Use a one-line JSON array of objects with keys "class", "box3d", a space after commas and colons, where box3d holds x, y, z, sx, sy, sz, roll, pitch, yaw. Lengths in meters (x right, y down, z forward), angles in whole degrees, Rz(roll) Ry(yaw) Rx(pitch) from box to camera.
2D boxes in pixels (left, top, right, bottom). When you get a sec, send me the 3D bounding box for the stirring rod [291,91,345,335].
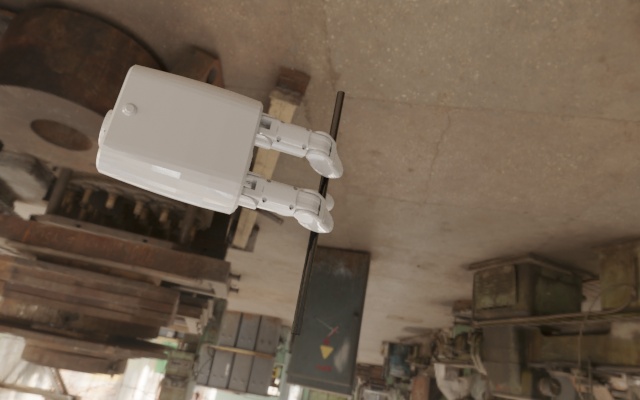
[{"class": "stirring rod", "box3d": [0.000, 0.001, 0.442, 0.011, 0.239, 0.011, 9, -21, 4]}]
